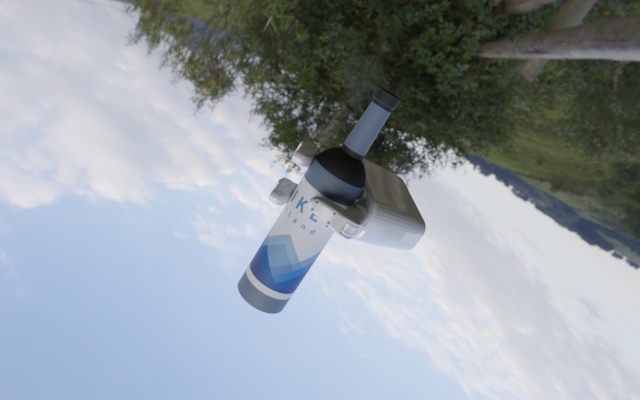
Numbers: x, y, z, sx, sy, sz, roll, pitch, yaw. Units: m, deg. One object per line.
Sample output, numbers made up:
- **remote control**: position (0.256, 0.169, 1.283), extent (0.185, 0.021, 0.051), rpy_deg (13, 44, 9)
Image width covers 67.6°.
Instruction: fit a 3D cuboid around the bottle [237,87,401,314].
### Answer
- **bottle**: position (0.000, 0.002, 0.561), extent (0.069, 0.296, 0.069), rpy_deg (29, 17, -10)
